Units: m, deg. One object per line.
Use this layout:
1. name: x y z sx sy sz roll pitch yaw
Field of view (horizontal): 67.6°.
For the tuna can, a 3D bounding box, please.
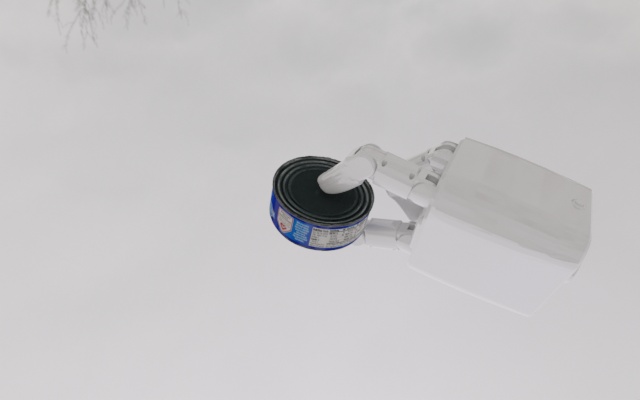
1. tuna can: 0.000 0.002 0.405 0.086 0.034 0.086 8 42 -7
